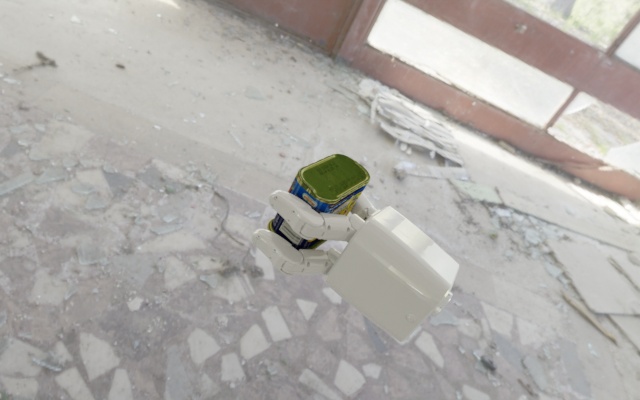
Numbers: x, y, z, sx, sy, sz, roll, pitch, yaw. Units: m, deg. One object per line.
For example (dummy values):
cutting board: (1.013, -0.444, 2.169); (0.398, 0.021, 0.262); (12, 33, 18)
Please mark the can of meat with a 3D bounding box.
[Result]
can of meat: (0.000, 0.001, 0.526); (0.057, 0.084, 0.102); (42, 38, 15)
